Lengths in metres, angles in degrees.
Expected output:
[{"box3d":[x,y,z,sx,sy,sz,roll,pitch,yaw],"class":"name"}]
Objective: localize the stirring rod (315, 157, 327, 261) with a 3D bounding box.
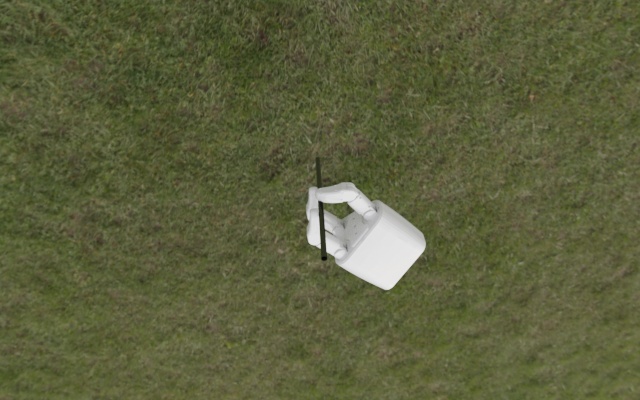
[{"box3d":[0.000,0.002,0.709,0.011,0.011,0.239,0,37,-3],"class":"stirring rod"}]
